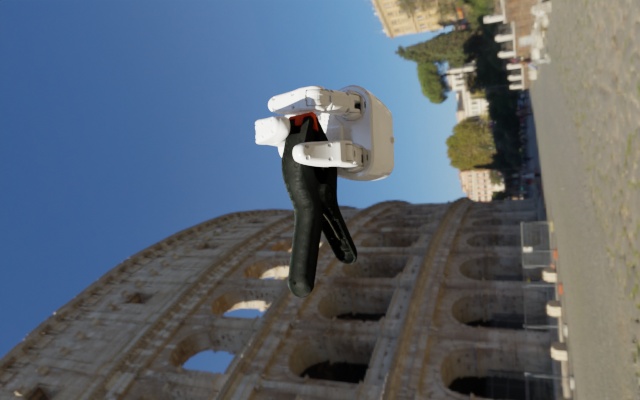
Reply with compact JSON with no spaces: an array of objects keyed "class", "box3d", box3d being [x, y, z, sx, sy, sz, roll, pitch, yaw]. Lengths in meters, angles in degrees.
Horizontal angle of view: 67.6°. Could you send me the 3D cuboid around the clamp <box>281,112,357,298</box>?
[{"class":"clamp","box3d":[-0.001,0.001,0.478,0.039,0.171,0.120,-2,0,23]}]
